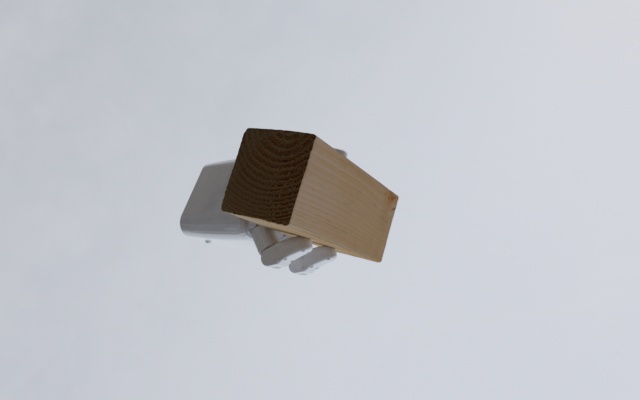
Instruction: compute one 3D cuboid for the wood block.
[{"bbox_3d":[0.000,0.001,0.536,0.090,0.091,0.206,10,-10,33],"label":"wood block"}]
